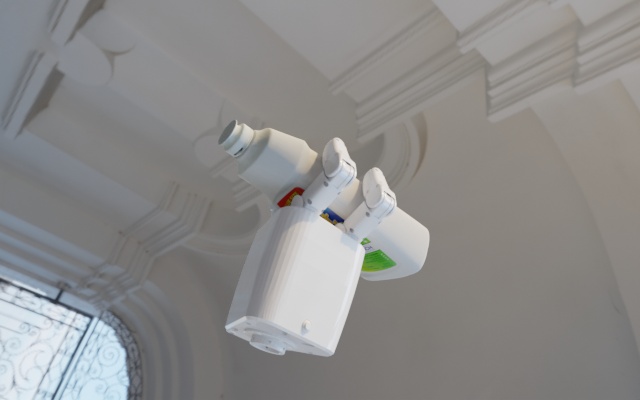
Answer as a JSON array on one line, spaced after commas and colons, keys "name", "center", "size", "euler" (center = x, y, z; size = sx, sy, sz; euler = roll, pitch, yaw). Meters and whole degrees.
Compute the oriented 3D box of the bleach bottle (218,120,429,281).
[{"name": "bleach bottle", "center": [0.000, 0.002, 0.503], "size": [0.251, 0.068, 0.102], "euler": [34, -31, -28]}]
